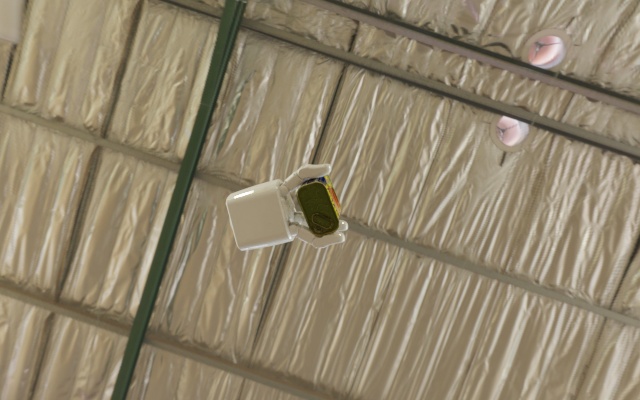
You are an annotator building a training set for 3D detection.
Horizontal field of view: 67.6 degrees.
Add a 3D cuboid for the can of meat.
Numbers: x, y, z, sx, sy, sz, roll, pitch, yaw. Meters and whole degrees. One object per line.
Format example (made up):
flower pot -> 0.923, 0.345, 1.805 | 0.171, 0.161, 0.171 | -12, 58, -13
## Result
can of meat -> 0.000, 0.003, 0.891 | 0.057, 0.102, 0.084 | -18, 17, 13
